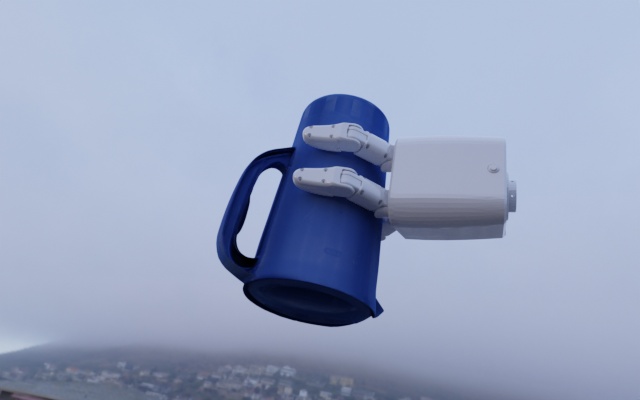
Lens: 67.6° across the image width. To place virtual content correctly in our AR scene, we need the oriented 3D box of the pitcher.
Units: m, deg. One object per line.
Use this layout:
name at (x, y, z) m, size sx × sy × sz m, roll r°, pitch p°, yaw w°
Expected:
pitcher at (0.000, 0.002, 0.518) m, size 0.145 × 0.242 × 0.149 m, roll 0°, pitch -31°, yaw 21°
